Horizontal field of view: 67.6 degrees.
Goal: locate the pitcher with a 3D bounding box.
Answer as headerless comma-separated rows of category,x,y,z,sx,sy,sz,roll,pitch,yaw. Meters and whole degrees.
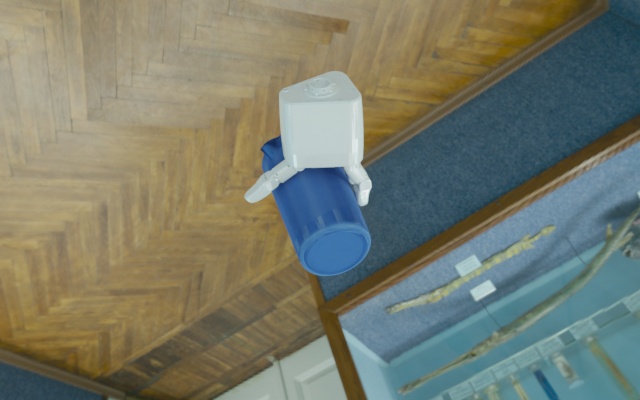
pitcher,0.000,0.002,0.768,0.149,0.145,0.242,-13,43,-9
